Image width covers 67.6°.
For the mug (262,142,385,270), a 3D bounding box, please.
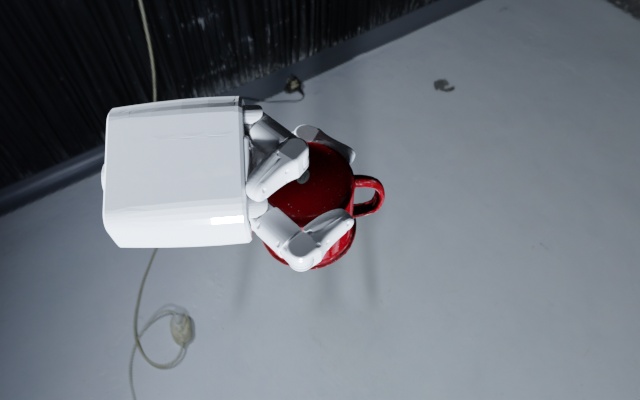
[{"bbox_3d":[0.002,0.001,0.426,0.117,0.093,0.082,-5,-32,-4],"label":"mug"}]
